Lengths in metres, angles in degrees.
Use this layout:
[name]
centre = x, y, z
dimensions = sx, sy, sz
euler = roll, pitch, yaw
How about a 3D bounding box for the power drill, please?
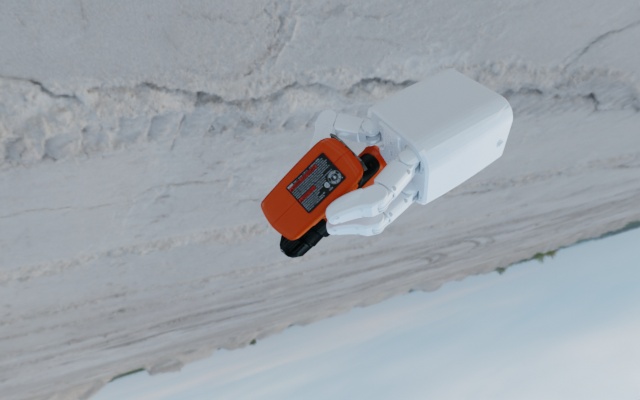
[power drill]
centre = 0.000, 0.002, 0.543
dimensions = 0.057, 0.184, 0.187
euler = 45, 9, 10
